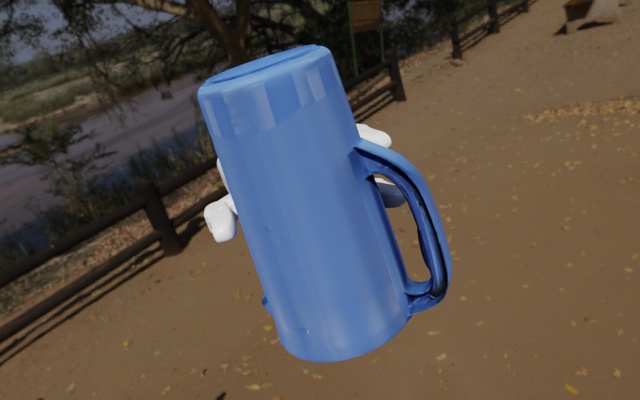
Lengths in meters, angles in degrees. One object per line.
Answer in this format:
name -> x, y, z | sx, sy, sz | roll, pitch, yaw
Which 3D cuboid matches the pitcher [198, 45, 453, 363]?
pitcher -> 0.000, 0.001, 0.402 | 0.149, 0.243, 0.145 | -24, 22, -15
